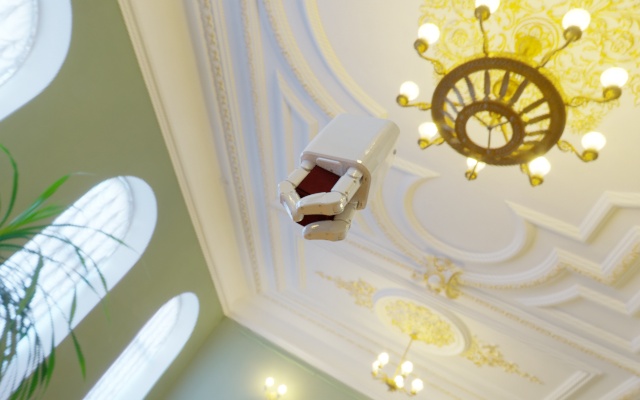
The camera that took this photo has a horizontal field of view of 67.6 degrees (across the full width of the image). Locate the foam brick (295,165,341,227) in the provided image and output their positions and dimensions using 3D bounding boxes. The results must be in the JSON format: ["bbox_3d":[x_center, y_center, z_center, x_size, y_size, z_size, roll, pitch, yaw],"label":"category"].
[{"bbox_3d":[0.000,0.002,0.662,0.053,0.051,0.078,27,-35,17],"label":"foam brick"}]
